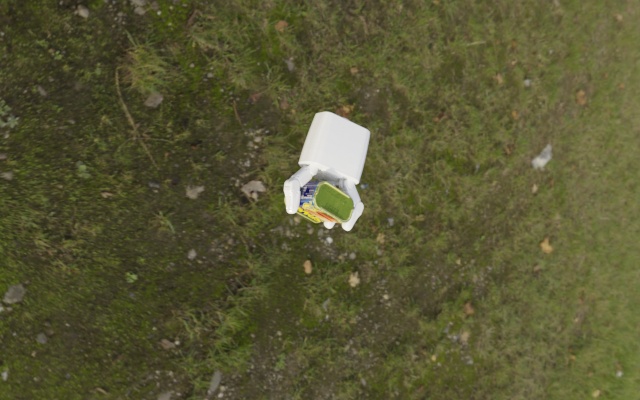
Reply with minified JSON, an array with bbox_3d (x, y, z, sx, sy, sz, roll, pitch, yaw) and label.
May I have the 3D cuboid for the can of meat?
[{"bbox_3d":[0.000,0.003,0.878,0.102,0.057,0.084,31,-19,-37],"label":"can of meat"}]
